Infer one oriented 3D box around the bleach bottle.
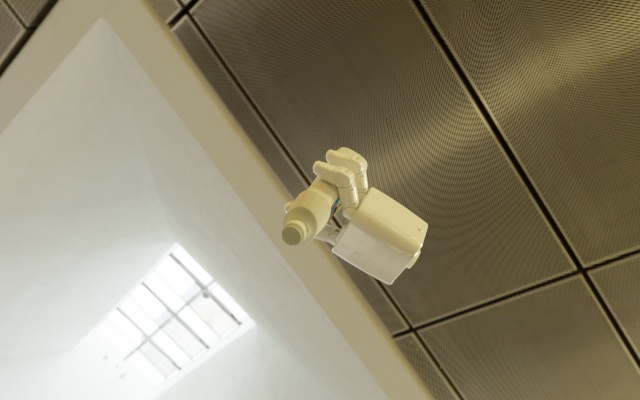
[{"bbox_3d":[0.000,0.002,0.729,0.068,0.103,0.250,32,31,5],"label":"bleach bottle"}]
